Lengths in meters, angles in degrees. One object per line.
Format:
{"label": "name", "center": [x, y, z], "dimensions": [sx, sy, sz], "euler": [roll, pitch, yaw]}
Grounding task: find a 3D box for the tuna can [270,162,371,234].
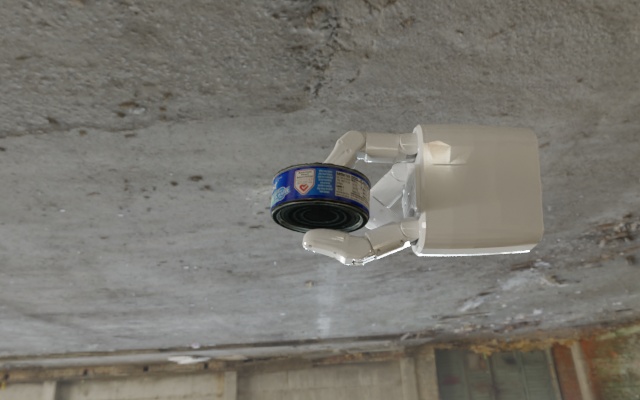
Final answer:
{"label": "tuna can", "center": [0.000, 0.002, 0.410], "dimensions": [0.086, 0.033, 0.086], "euler": [3, -22, 1]}
